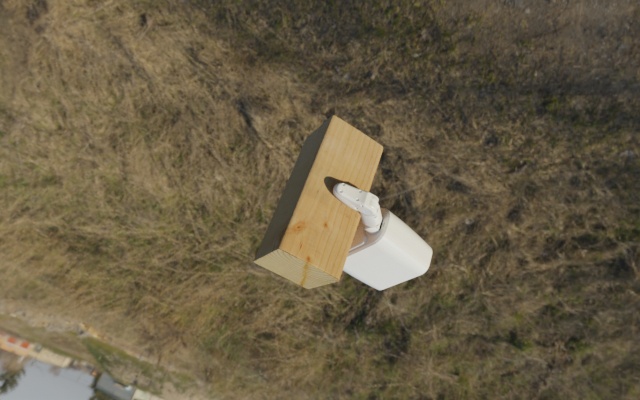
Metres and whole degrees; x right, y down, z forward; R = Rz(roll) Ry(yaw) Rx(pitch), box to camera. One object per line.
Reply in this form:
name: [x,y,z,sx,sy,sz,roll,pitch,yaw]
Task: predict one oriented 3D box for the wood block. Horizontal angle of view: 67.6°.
wood block: [0.001,0.002,0.645,0.090,0.206,0.091,30,-28,-18]
